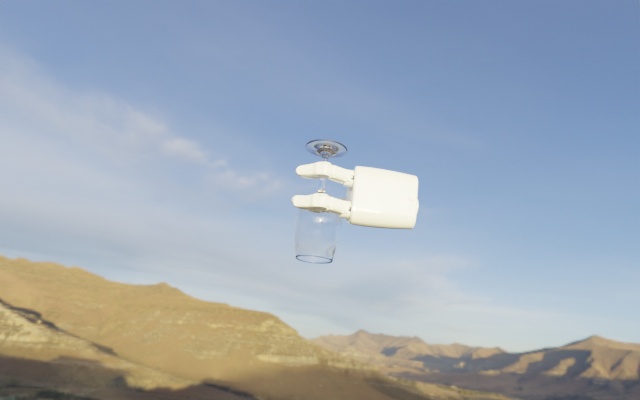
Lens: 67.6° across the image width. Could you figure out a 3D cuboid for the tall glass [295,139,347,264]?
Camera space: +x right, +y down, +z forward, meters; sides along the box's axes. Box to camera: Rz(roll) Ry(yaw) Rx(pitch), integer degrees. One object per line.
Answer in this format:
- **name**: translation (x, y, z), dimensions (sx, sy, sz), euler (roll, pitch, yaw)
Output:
- **tall glass**: translation (0.000, 0.002, 0.809), dimensions (0.079, 0.201, 0.079), euler (6, -17, 2)
